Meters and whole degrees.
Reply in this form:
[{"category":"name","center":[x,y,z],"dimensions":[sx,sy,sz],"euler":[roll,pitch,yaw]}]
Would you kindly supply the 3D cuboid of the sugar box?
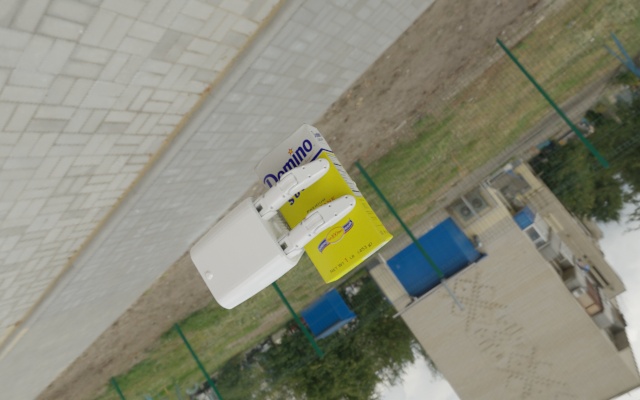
[{"category":"sugar box","center":[0.000,0.002,0.589],"dimensions":[0.093,0.176,0.048],"euler":[-39,-12,17]}]
